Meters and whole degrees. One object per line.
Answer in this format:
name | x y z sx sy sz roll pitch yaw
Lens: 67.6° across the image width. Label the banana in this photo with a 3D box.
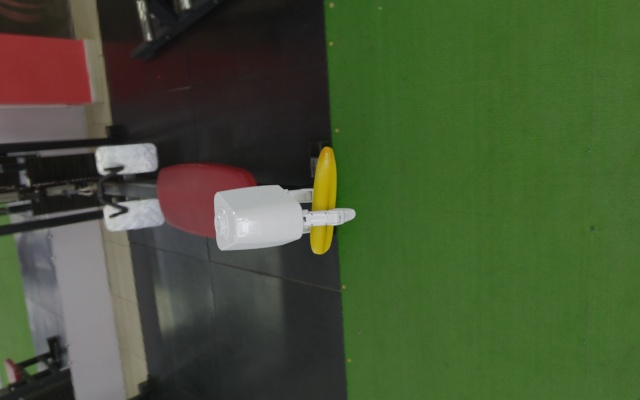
banana | 0.002 0.014 0.778 0.037 0.198 0.069 0 28 -9
